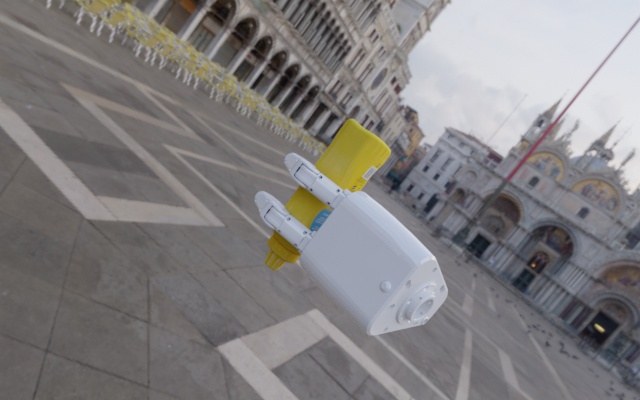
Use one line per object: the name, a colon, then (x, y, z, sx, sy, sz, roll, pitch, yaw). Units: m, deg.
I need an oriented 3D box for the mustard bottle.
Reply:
mustard bottle: (0.000, 0.001, 0.545, 0.058, 0.191, 0.096, 39, 7, 14)
